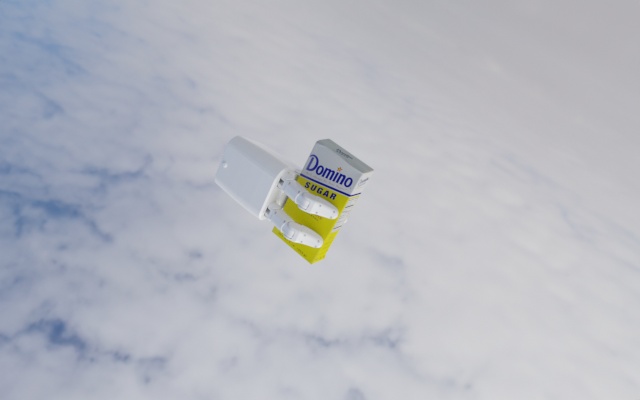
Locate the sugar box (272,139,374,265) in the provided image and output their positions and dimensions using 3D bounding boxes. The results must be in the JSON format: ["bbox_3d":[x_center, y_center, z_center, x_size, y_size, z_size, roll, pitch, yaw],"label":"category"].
[{"bbox_3d":[0.000,0.003,0.742,0.093,0.176,0.048,37,28,21],"label":"sugar box"}]
